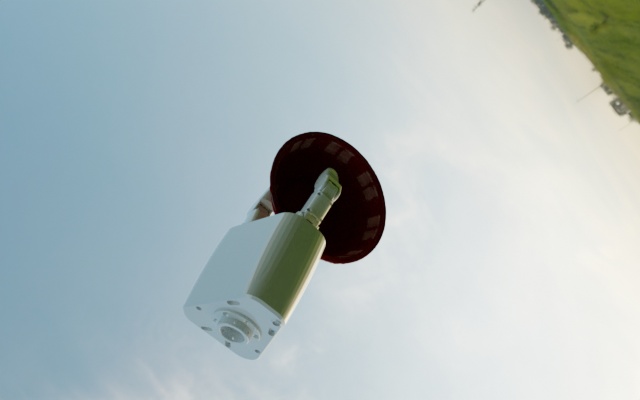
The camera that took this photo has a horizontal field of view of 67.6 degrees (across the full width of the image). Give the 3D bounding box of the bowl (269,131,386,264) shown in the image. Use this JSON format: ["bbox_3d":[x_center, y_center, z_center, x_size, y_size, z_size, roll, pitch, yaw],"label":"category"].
[{"bbox_3d":[0.001,0.001,0.570,0.162,0.162,0.055,0,-18,-35],"label":"bowl"}]
